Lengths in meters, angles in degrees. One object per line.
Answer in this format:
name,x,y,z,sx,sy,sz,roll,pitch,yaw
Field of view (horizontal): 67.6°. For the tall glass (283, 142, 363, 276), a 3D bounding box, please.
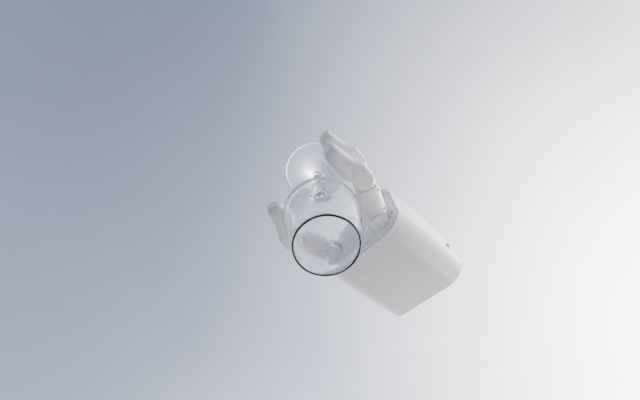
tall glass,0.000,0.001,0.507,0.079,0.079,0.201,0,23,-3
